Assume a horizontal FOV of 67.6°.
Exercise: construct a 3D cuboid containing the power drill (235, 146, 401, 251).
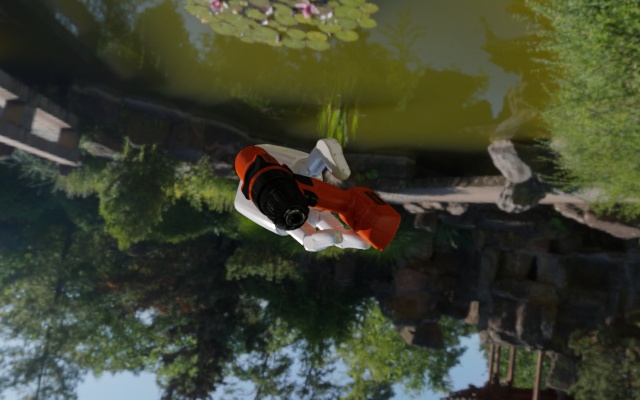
[{"bbox_3d":[0.000,0.002,0.561,0.188,0.057,0.184,21,15,-29],"label":"power drill"}]
